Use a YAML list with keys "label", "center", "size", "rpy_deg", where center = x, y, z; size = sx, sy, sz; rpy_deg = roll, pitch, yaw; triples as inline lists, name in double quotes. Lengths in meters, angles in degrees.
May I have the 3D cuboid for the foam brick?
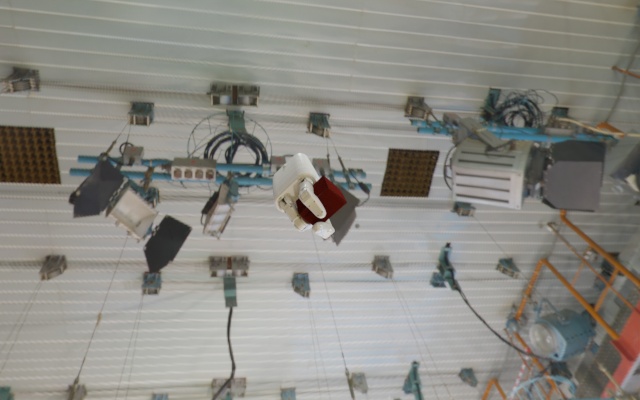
- label: "foam brick"
  center: [0.000, 0.003, 0.892]
  size: [0.053, 0.078, 0.051]
  rpy_deg: [41, 16, -27]
